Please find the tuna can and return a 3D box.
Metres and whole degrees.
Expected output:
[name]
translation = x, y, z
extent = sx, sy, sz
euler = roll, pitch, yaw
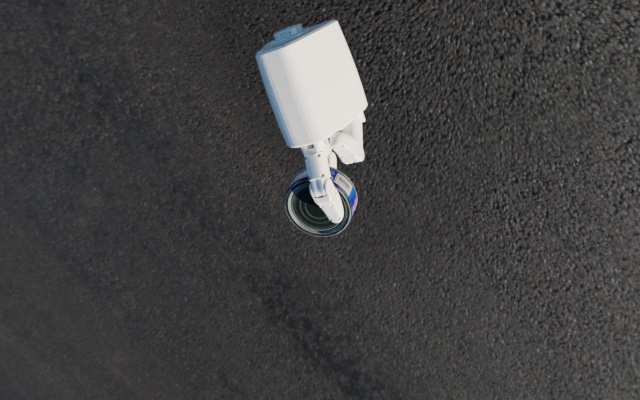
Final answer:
[tuna can]
translation = 0.000, 0.002, 0.583
extent = 0.086, 0.086, 0.033
euler = 0, 32, 17
